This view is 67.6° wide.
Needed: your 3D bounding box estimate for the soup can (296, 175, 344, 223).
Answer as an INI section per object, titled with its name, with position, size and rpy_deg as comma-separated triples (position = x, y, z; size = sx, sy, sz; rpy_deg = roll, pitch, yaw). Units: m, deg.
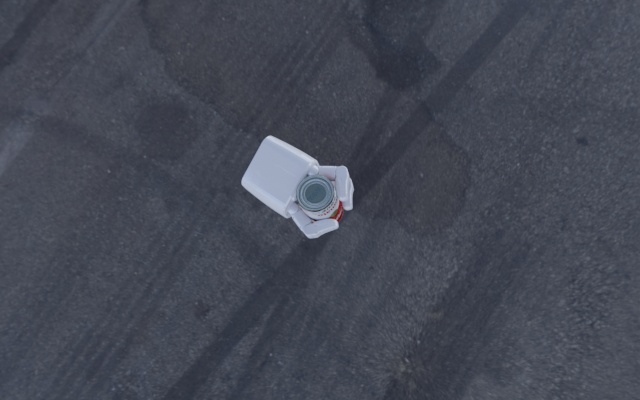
[soup can]
position = 0.000, 0.003, 0.838
size = 0.068, 0.068, 0.102
rpy_deg = 0, -19, 11
